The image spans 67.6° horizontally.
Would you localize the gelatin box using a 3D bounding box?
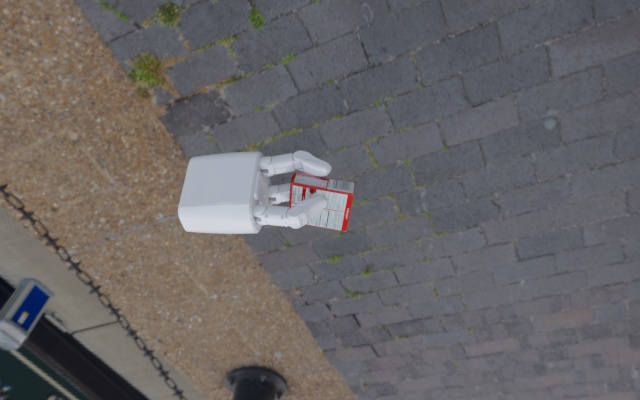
[{"bbox_3d":[0.000,0.003,0.676,0.089,0.073,0.030,10,41,3],"label":"gelatin box"}]
